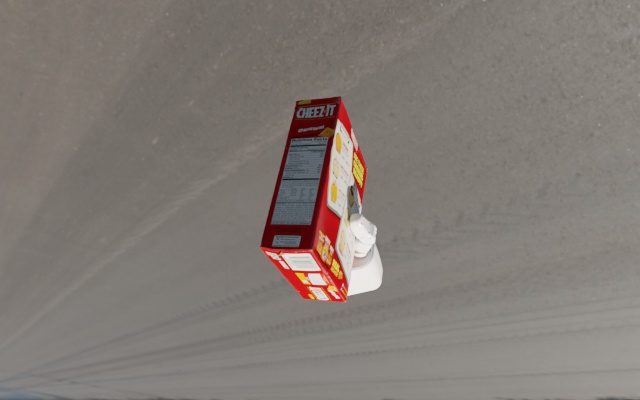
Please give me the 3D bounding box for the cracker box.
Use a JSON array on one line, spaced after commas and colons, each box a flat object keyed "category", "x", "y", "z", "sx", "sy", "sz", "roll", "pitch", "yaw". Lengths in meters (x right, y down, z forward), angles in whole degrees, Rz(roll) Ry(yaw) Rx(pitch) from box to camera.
[{"category": "cracker box", "x": 0.000, "y": 0.002, "z": 0.618, "sx": 0.072, "sy": 0.213, "sz": 0.164, "roll": 0, "pitch": -30, "yaw": 19}]
